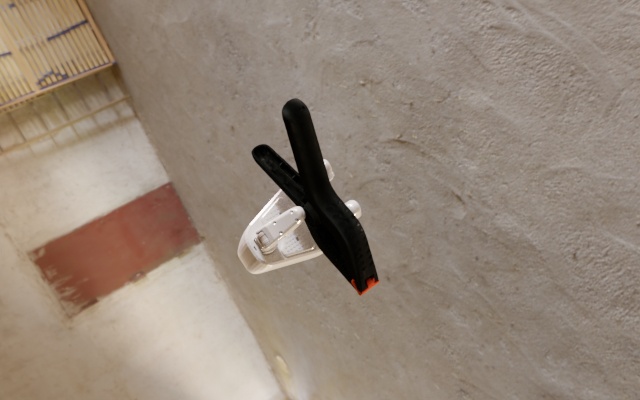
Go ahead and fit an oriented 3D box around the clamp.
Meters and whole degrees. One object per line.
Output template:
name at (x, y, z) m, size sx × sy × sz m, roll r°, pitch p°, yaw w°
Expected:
clamp at (0.000, 0.003, 0.497) m, size 0.036 × 0.210 × 0.164 m, roll -32°, pitch -5°, yaw -20°
